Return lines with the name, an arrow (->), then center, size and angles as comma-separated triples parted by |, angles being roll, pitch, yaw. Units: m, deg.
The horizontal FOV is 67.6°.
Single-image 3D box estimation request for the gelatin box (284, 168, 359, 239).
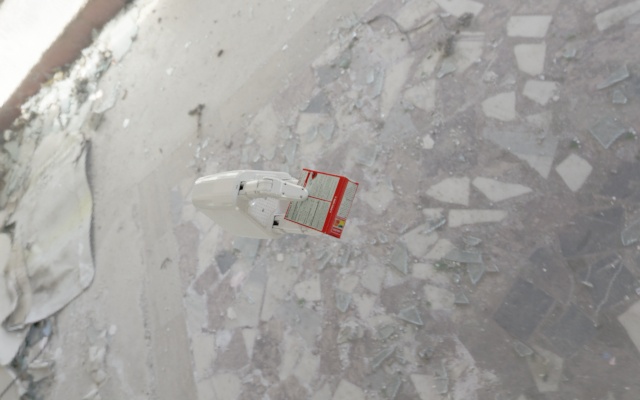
gelatin box -> 0.000, 0.002, 0.607 | 0.030, 0.073, 0.089 | 23, -5, -40
